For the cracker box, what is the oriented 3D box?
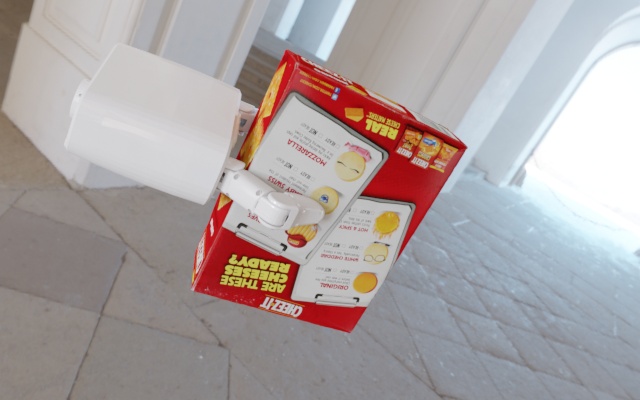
[{"bbox_3d":[0.000,0.001,0.430,0.164,0.214,0.072,21,21,-20],"label":"cracker box"}]
